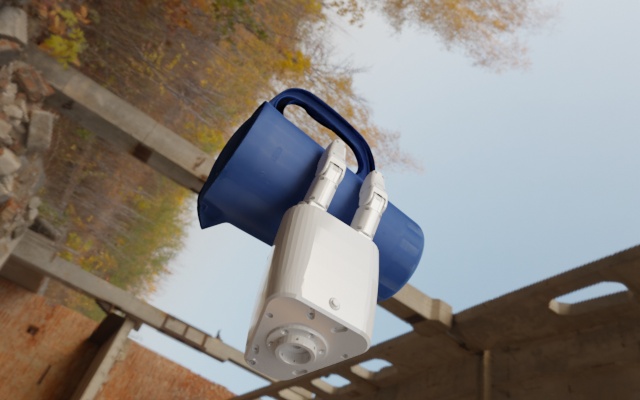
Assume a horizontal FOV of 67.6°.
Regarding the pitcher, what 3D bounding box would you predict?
[{"bbox_3d":[0.000,0.002,0.535,0.243,0.149,0.145,34,33,-16],"label":"pitcher"}]
